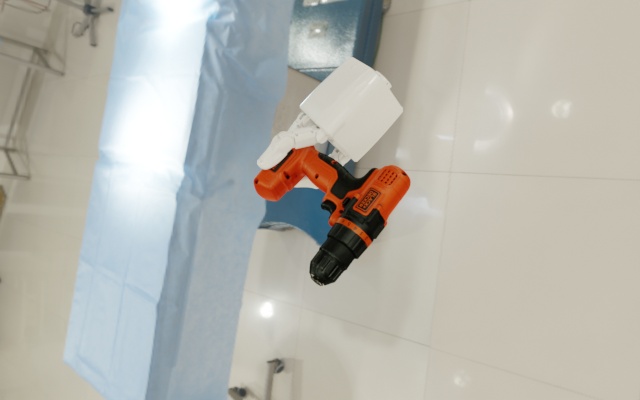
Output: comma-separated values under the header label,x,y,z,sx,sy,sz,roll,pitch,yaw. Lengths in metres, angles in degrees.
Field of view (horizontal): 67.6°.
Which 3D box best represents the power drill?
label,x,y,z,sx,sy,sz,roll,pitch,yaw
power drill,0.000,0.002,0.642,0.187,0.184,0.057,31,-19,29
